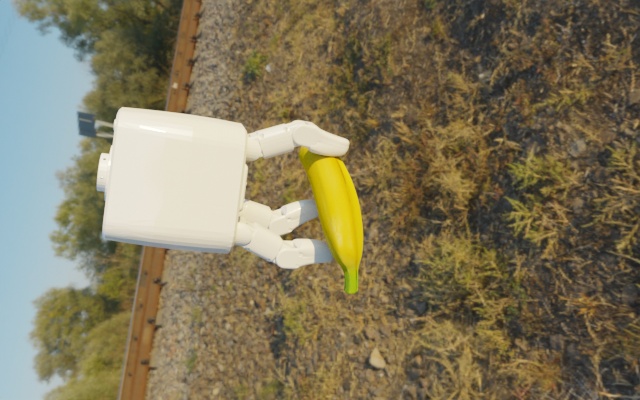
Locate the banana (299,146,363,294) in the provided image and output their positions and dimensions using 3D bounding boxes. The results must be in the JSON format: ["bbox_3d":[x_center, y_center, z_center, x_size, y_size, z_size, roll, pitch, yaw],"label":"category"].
[{"bbox_3d":[0.006,-0.009,0.464,0.037,0.197,0.070,3,-46,-19],"label":"banana"}]
